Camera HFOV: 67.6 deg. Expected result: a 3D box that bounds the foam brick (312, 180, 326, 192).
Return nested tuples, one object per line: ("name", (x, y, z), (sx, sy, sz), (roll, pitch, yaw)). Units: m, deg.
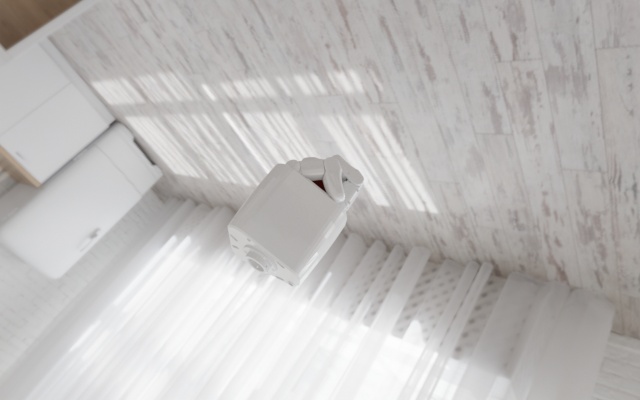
("foam brick", (0.000, 0.002, 0.672), (0.053, 0.051, 0.078), (30, -28, 11))
